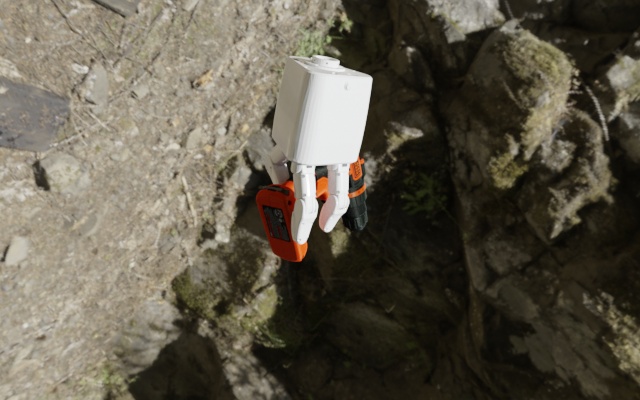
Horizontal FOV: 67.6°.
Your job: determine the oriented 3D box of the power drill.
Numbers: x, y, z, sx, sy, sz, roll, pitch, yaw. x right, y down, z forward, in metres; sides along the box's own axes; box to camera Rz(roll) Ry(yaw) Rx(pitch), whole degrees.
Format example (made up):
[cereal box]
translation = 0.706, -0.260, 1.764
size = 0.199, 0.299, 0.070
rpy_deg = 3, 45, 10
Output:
[power drill]
translation = 0.000, 0.002, 0.675
size = 0.057, 0.184, 0.187
rpy_deg = 8, 36, 36
